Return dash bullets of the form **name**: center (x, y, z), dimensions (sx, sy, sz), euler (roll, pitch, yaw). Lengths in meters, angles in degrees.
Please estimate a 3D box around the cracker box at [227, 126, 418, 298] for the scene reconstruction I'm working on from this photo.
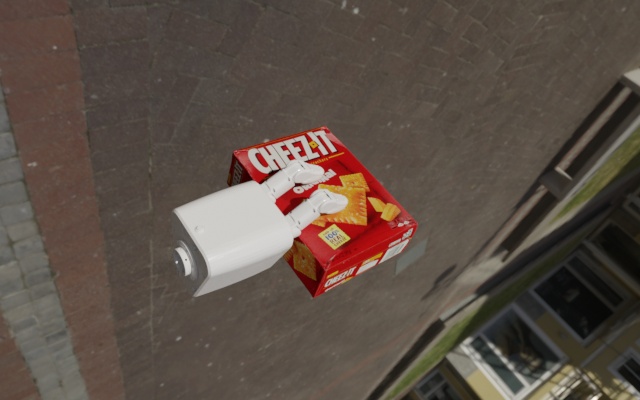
- **cracker box**: center (0.000, 0.002, 0.643), dimensions (0.164, 0.213, 0.072), euler (-21, -32, -34)
